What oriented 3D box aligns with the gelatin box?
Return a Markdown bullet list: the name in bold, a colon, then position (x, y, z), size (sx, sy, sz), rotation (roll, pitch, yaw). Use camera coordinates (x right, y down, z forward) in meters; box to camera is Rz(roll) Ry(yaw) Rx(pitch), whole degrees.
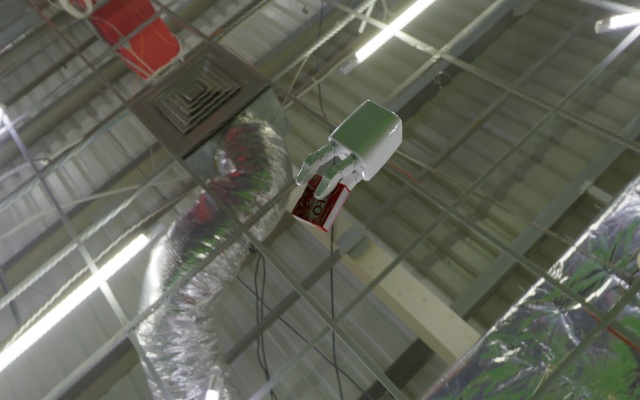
- **gelatin box**: position (0.000, 0.003, 0.854), size (0.073, 0.089, 0.030), rotation (23, -12, 32)
